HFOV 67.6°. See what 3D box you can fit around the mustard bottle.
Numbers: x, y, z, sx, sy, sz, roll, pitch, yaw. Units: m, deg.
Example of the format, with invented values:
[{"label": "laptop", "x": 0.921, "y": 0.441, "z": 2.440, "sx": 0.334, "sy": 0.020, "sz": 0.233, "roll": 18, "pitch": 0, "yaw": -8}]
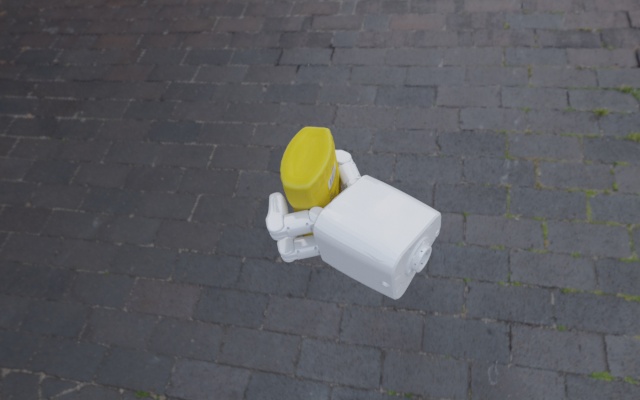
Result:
[{"label": "mustard bottle", "x": 0.000, "y": 0.002, "z": 0.618, "sx": 0.058, "sy": 0.096, "sz": 0.192, "roll": 5, "pitch": -34, "yaw": 15}]
